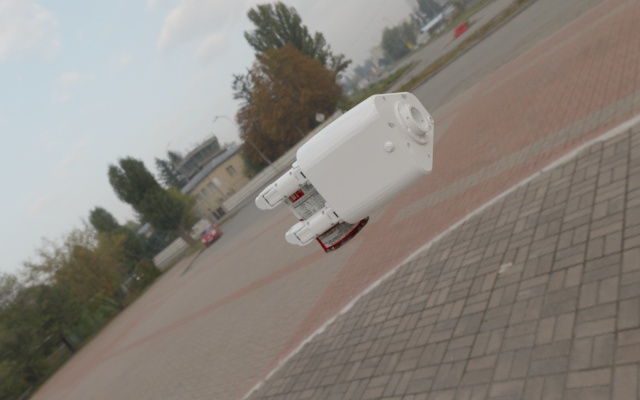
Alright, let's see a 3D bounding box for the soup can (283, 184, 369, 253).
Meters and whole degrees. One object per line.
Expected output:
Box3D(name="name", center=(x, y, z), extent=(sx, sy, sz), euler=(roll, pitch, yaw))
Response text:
Box3D(name="soup can", center=(0.000, 0.002, 0.565), extent=(0.068, 0.102, 0.068), euler=(-39, 8, 6))
